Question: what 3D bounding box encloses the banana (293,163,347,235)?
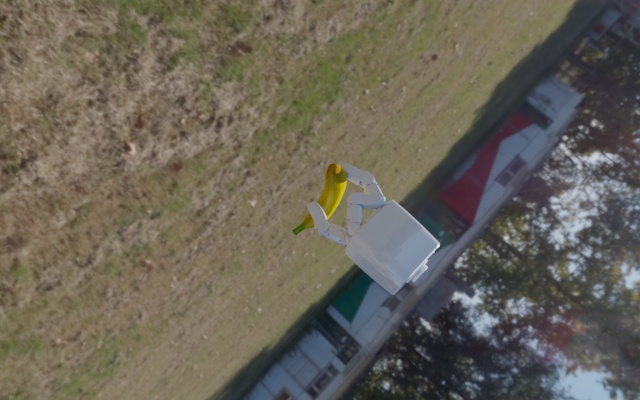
[{"bbox_3d":[0.010,-0.004,0.837,0.069,0.037,0.198,-36,-18,-41],"label":"banana"}]
